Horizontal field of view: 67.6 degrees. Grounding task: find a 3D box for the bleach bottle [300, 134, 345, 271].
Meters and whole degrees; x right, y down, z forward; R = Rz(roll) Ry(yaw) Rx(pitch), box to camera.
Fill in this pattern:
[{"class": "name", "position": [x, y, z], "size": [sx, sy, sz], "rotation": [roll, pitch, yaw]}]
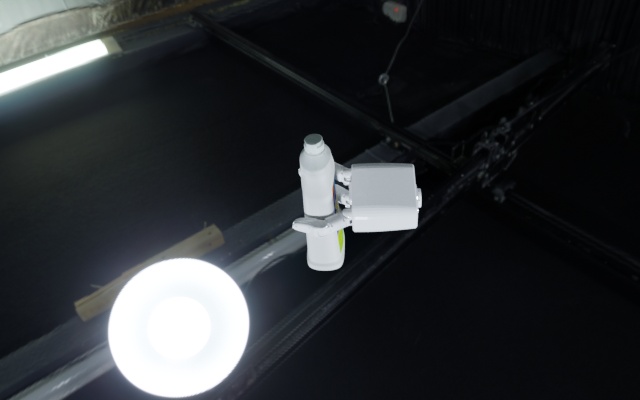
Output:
[{"class": "bleach bottle", "position": [0.000, 0.003, 0.809], "size": [0.068, 0.251, 0.102], "rotation": [-1, 44, 7]}]
